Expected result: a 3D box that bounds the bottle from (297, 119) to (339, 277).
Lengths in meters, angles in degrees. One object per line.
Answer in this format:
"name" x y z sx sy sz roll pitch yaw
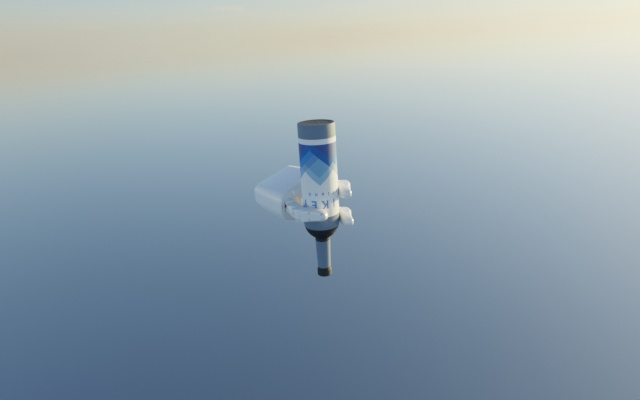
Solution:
"bottle" 0.000 0.003 0.878 0.069 0.296 0.069 -3 19 1
